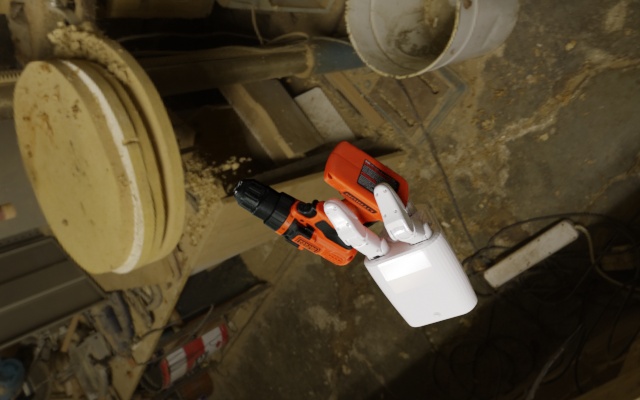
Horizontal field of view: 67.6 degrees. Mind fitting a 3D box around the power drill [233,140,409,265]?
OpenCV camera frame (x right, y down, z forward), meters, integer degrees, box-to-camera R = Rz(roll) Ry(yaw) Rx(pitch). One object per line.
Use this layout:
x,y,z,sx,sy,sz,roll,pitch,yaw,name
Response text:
0.001,0.002,0.578,0.184,0.057,0.188,30,-32,-16,power drill
